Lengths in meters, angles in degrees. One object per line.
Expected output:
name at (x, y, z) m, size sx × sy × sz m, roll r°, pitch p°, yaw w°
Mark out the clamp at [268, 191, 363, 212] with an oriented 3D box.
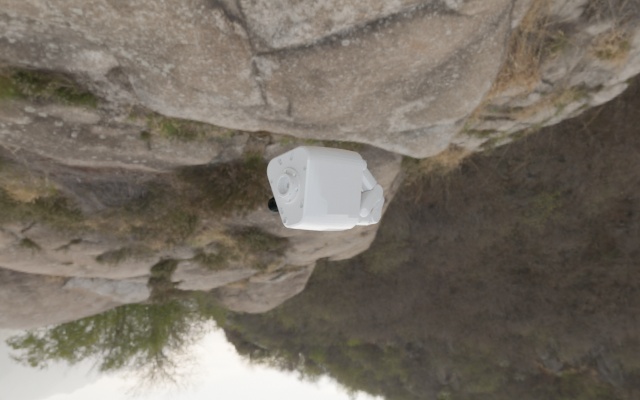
clamp at (0.000, 0.003, 0.784) m, size 0.120 × 0.039 × 0.171 m, roll 4°, pitch -16°, yaw -43°
